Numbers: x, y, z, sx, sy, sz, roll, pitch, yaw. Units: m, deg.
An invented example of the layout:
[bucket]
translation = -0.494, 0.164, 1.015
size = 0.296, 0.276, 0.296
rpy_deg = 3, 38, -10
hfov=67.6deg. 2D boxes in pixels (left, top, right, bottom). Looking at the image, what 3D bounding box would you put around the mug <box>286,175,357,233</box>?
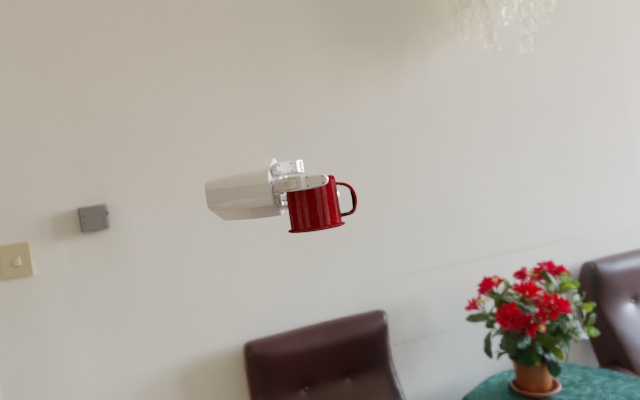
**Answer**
[mug]
translation = 0.002, 0.002, 0.763
size = 0.117, 0.081, 0.093
rpy_deg = -8, 2, 4
